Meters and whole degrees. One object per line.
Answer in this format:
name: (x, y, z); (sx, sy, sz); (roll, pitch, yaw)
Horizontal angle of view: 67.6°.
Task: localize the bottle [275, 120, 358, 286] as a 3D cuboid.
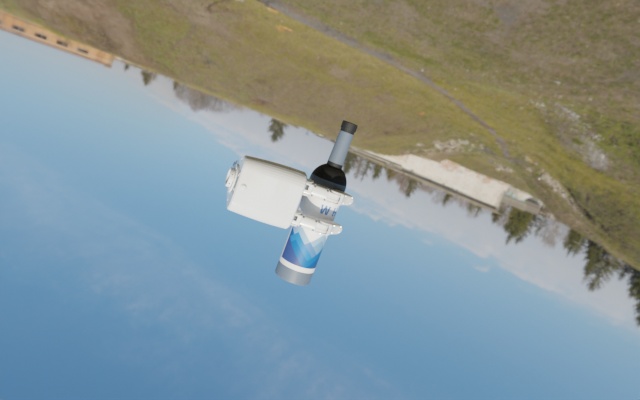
bottle: (0.000, 0.003, 0.842); (0.069, 0.296, 0.069); (20, 9, -3)
